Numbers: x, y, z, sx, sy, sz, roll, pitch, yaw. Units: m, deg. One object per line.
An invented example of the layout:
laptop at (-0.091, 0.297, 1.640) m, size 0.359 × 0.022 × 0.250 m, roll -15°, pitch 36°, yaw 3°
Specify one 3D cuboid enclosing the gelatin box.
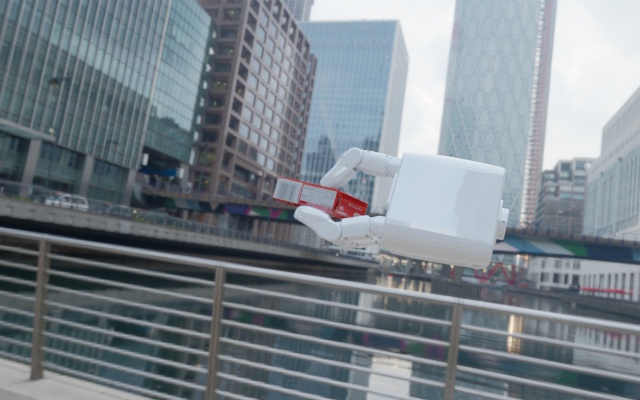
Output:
gelatin box at (0.000, 0.001, 0.563) m, size 0.089 × 0.030 × 0.073 m, roll 14°, pitch -5°, yaw 32°
